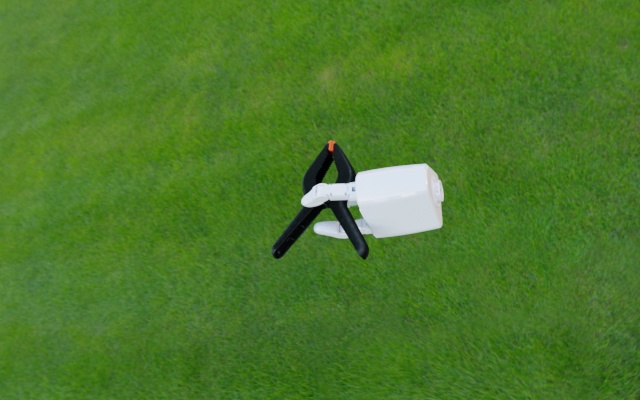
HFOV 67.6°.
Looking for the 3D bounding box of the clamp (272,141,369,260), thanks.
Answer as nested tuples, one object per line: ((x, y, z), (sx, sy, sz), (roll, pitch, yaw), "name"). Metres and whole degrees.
((0.000, 0.002, 0.772), (0.164, 0.210, 0.036), (-9, -28, 23), "clamp")
